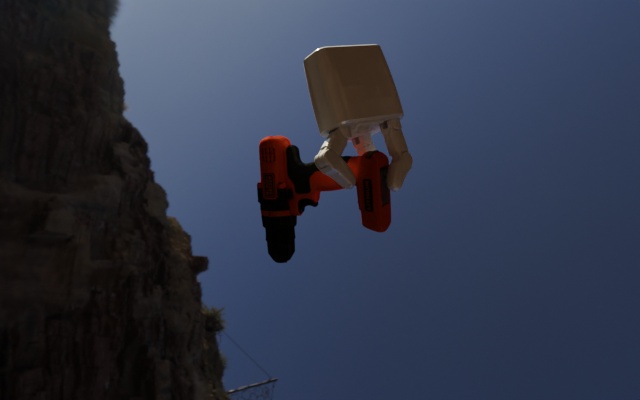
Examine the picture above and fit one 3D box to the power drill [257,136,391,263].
[{"bbox_3d":[0.001,0.002,0.657,0.187,0.184,0.057,1,13,23],"label":"power drill"}]
